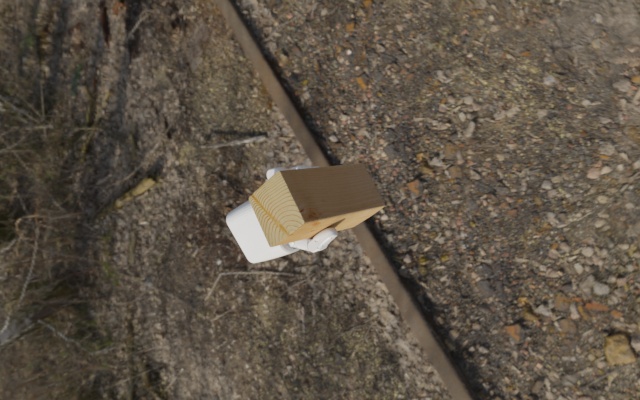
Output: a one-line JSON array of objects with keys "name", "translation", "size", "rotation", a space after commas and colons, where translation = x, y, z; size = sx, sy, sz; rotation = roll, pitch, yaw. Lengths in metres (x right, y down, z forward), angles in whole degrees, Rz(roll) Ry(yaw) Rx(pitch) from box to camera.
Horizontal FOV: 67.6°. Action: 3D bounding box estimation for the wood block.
[{"name": "wood block", "translation": [0.000, 0.003, 0.786], "size": [0.206, 0.090, 0.090], "rotation": [-10, -21, -48]}]
